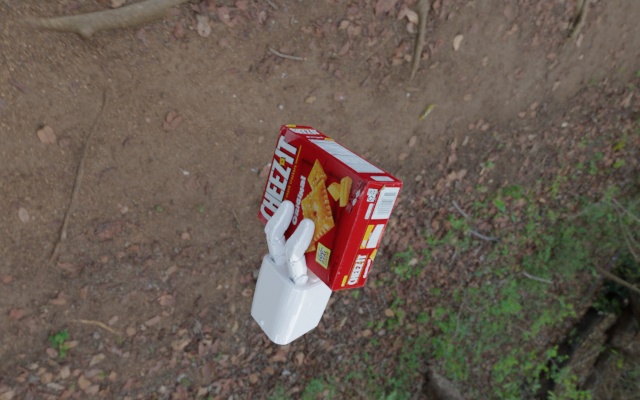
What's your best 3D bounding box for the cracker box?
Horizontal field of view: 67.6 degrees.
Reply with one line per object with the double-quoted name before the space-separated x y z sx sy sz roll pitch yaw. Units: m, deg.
"cracker box" 0.000 0.002 0.696 0.072 0.164 0.213 0 26 -40
